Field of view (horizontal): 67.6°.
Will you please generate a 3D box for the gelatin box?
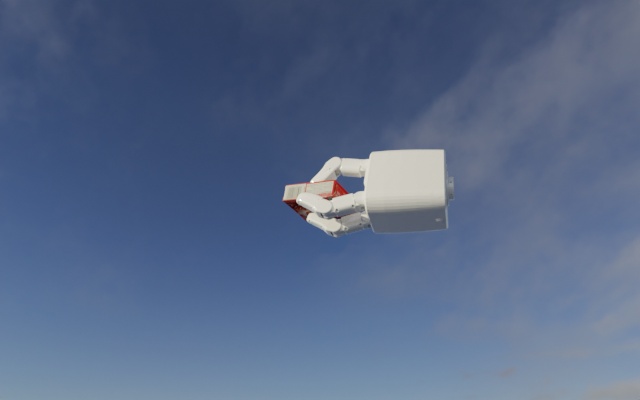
[{"bbox_3d":[0.000,0.002,0.715,0.089,0.030,0.073,-5,-30,29],"label":"gelatin box"}]
